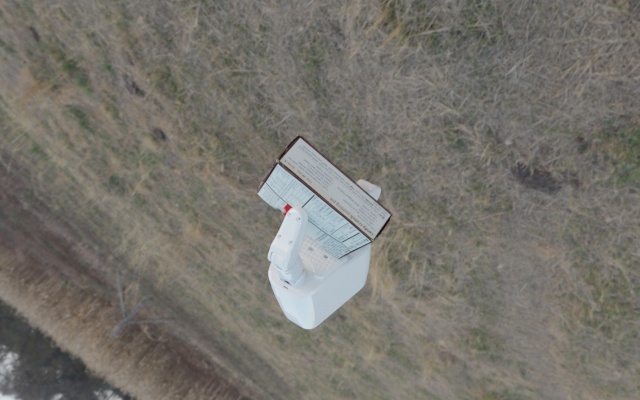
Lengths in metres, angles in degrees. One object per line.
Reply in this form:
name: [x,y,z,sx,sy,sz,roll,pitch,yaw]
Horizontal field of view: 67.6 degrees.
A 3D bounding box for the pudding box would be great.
pudding box: [0.000,0.002,0.449,0.113,0.039,0.090,39,-26,-5]
